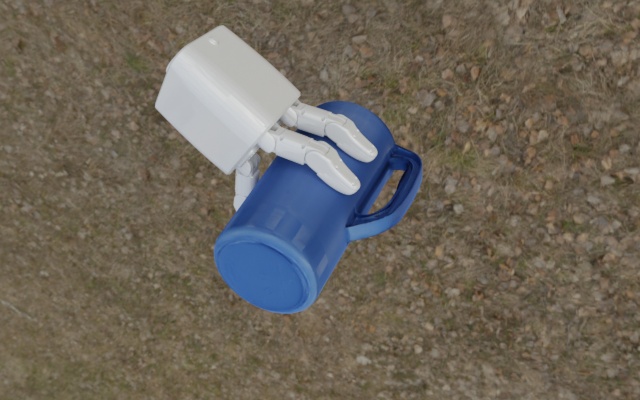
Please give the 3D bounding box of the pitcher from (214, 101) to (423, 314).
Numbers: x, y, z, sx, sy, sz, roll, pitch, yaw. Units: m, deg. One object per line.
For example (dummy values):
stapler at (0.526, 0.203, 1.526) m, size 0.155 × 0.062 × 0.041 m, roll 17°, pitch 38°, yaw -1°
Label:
pitcher at (0.000, 0.002, 0.518) m, size 0.149 × 0.145 × 0.242 m, roll -40°, pitch 12°, yaw 42°
